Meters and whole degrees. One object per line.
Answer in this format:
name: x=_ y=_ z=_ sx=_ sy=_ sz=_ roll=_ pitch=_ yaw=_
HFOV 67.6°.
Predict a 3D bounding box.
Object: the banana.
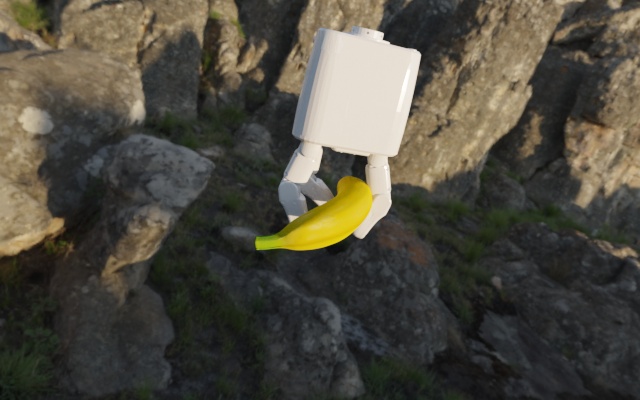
banana: x=0.015 y=0.007 z=0.475 sx=0.069 sy=0.037 sz=0.197 roll=14 pitch=21 yaw=23
